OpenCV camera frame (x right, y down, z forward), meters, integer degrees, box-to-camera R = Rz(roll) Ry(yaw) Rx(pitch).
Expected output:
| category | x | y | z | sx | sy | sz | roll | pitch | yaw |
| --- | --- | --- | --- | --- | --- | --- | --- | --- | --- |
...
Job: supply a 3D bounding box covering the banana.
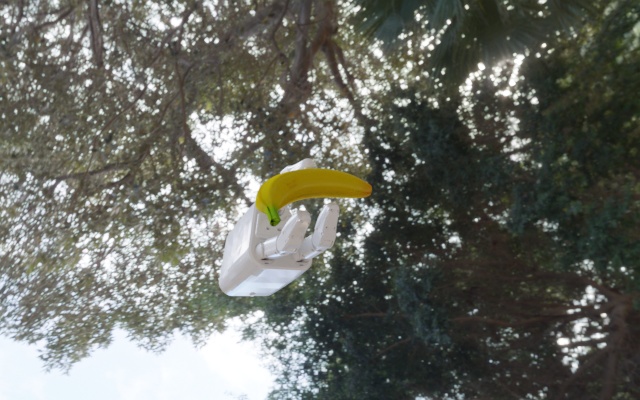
| category | x | y | z | sx | sy | sz | roll | pitch | yaw |
| --- | --- | --- | --- | --- | --- | --- | --- | --- | --- |
| banana | -0.014 | -0.010 | 0.579 | 0.198 | 0.069 | 0.037 | -19 | -30 | -50 |
